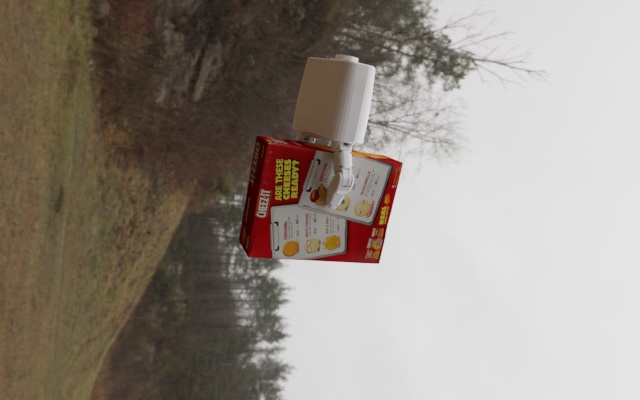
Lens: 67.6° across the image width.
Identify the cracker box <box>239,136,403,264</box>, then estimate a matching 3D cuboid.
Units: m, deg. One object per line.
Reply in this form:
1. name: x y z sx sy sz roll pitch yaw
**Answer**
1. cracker box: 0.000 0.002 0.706 0.214 0.164 0.072 6 13 -24
